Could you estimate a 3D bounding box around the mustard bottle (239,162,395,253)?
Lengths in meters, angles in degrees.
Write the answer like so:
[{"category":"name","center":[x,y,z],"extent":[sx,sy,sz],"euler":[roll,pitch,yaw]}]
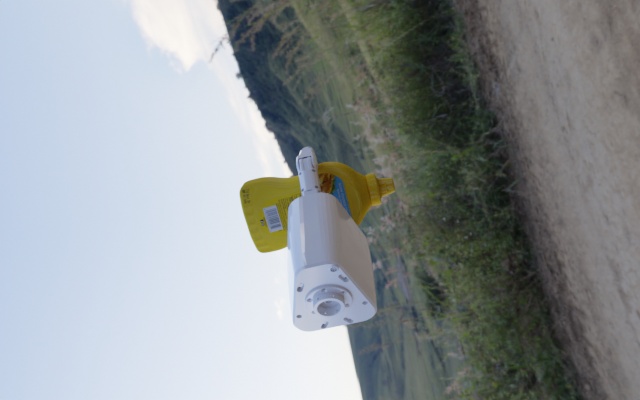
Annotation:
[{"category":"mustard bottle","center":[0.000,0.002,0.613],"extent":[0.191,0.096,0.058],"euler":[-13,15,6]}]
